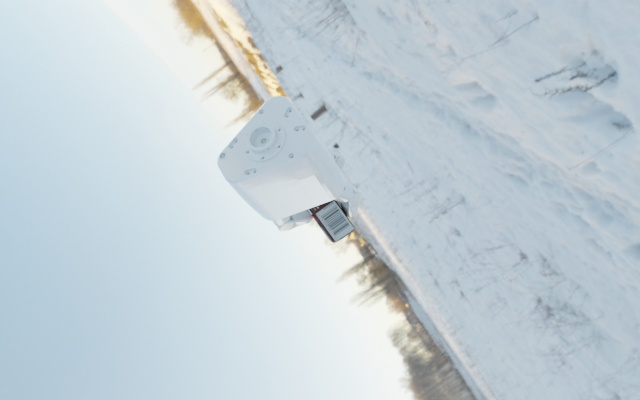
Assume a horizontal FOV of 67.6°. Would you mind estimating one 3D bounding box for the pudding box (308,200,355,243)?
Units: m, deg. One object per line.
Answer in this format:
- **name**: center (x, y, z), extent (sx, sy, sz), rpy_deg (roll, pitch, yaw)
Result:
- **pudding box**: center (0.000, 0.002, 0.661), extent (0.039, 0.113, 0.090), rpy_deg (-34, -1, 1)
